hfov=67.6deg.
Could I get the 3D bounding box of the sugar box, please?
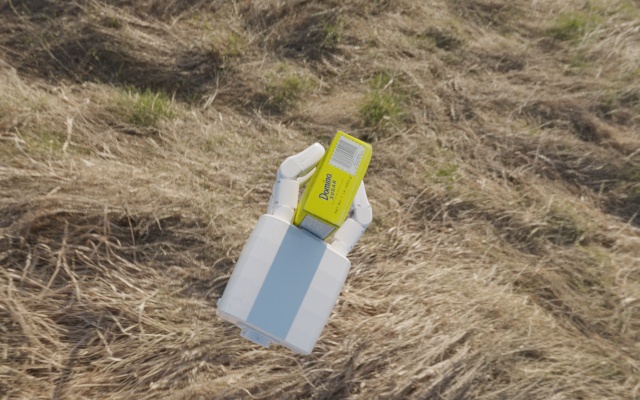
[{"bbox_3d":[0.000,0.002,0.533,0.048,0.093,0.176,27,-20,-6],"label":"sugar box"}]
